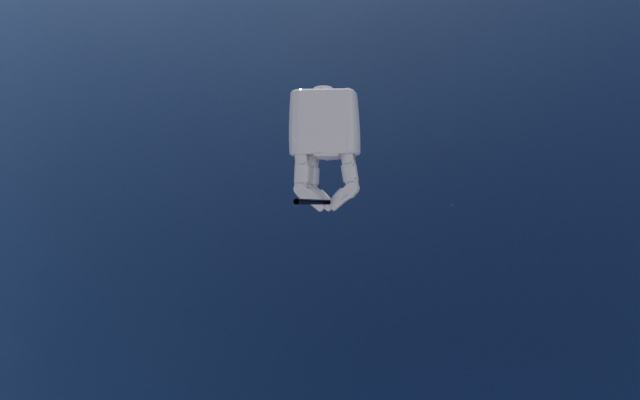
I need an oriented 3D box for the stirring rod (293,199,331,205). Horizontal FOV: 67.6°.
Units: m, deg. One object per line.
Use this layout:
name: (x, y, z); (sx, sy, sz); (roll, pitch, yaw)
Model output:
stirring rod: (0.000, 0.002, 0.740); (0.011, 0.011, 0.239); (0, -1, 15)
